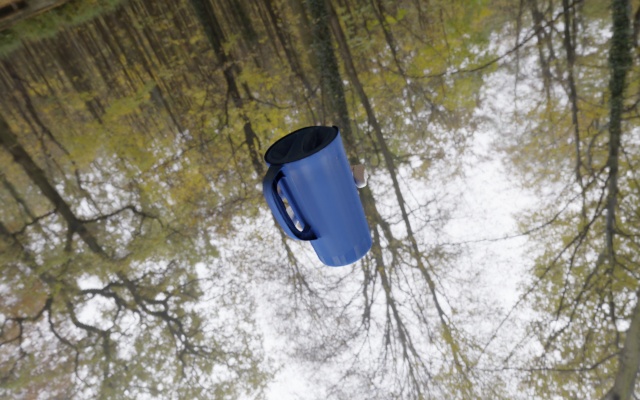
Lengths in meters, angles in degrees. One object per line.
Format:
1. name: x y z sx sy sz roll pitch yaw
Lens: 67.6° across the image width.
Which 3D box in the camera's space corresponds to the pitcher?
1. pitcher: 0.000 0.003 0.838 0.149 0.243 0.145 -21 28 4
